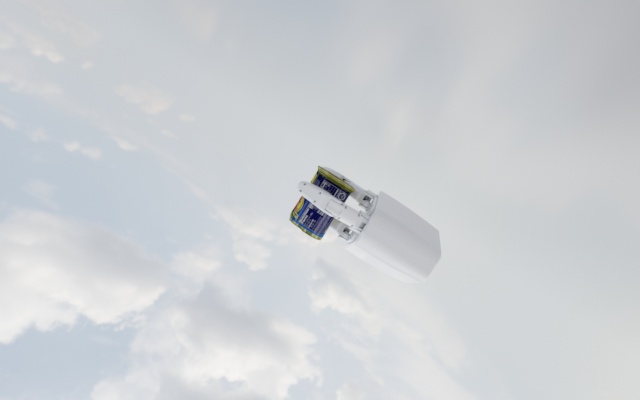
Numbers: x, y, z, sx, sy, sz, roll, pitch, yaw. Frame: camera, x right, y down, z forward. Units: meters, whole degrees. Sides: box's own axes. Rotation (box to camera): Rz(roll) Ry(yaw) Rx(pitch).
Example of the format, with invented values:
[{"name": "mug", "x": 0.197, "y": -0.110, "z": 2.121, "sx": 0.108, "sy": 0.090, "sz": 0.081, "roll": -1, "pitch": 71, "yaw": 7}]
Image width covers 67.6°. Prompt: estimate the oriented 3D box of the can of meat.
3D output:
[{"name": "can of meat", "x": 0.000, "y": 0.002, "z": 0.666, "sx": 0.057, "sy": 0.084, "sz": 0.102, "roll": 32, "pitch": 5, "yaw": -5}]
